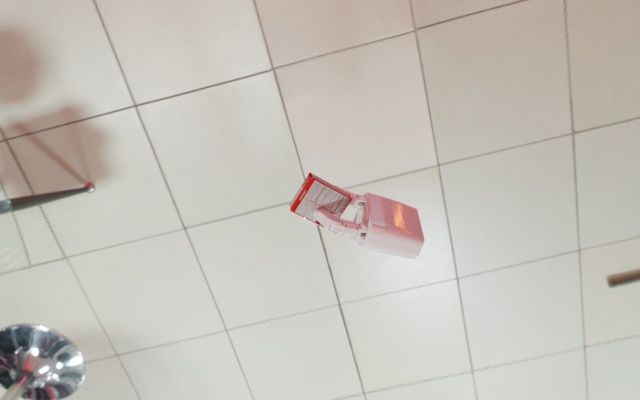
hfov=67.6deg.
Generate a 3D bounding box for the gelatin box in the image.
[{"bbox_3d":[0.000,0.003,0.850,0.089,0.073,0.030,27,17,-20],"label":"gelatin box"}]
